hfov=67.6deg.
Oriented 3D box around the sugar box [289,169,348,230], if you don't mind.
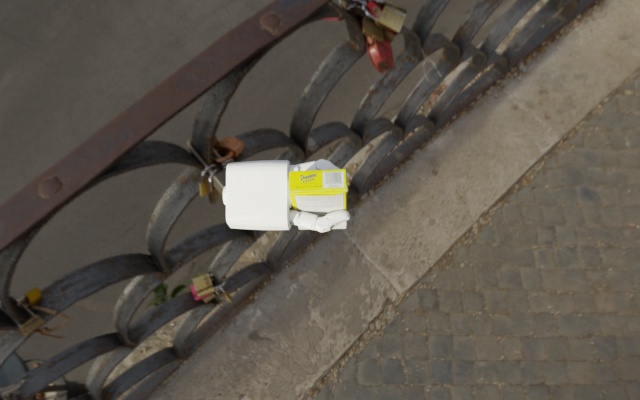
[{"bbox_3d":[0.000,0.002,0.824,0.093,0.048,0.176,-1,-20,2],"label":"sugar box"}]
